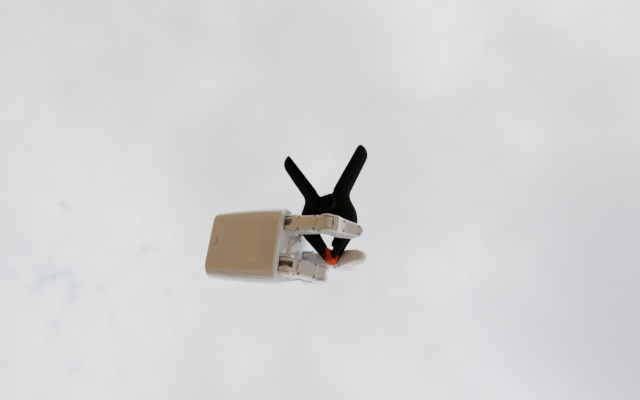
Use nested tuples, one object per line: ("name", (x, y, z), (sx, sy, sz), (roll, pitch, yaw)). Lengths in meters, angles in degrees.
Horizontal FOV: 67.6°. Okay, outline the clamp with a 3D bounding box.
("clamp", (0.000, 0.003, 0.659), (0.120, 0.171, 0.039), (-2, -23, 21))
